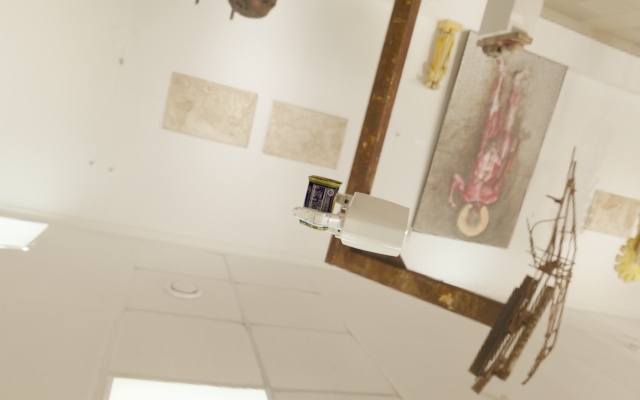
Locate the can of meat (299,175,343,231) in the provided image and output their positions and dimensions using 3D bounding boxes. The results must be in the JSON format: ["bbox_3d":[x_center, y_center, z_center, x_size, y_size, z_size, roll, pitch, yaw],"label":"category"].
[{"bbox_3d":[0.000,0.003,0.845,0.057,0.084,0.102,14,6,4],"label":"can of meat"}]
